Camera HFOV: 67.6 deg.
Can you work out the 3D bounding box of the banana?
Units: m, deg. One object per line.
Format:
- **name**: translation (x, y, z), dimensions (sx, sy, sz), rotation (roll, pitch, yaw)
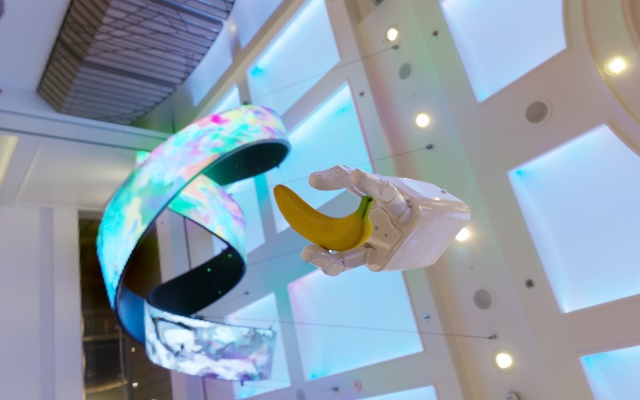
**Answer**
- **banana**: translation (0.001, 0.021, 0.560), dimensions (0.037, 0.069, 0.198), rotation (-1, 5, -35)
